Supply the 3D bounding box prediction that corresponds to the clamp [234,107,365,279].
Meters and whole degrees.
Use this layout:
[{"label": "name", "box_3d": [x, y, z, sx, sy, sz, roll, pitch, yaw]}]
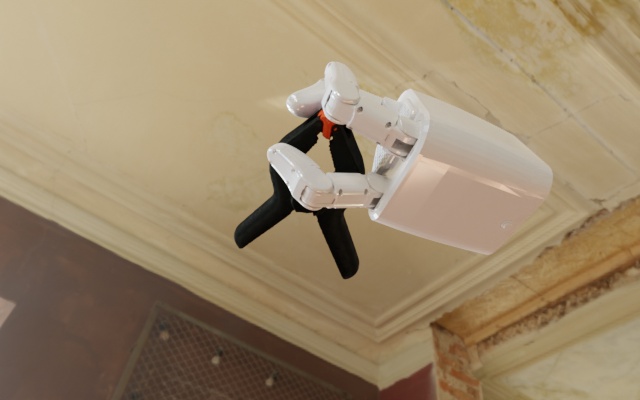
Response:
[{"label": "clamp", "box_3d": [0.000, 0.001, 0.411, 0.120, 0.172, 0.039, 19, 41, -9]}]
